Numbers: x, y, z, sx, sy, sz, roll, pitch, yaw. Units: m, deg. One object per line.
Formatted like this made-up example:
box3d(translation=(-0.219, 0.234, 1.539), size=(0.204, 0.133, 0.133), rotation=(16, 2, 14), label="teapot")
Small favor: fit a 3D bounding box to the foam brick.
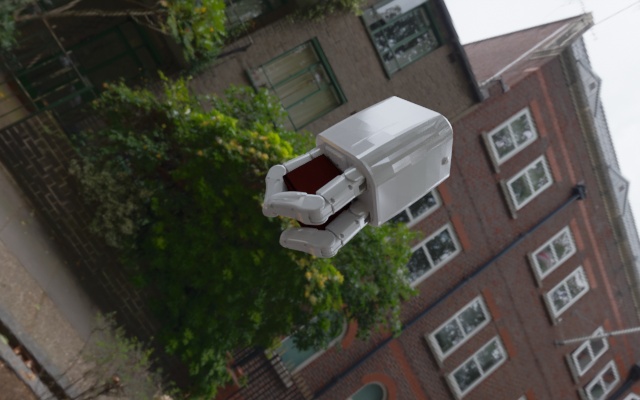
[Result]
box3d(translation=(0.000, 0.002, 0.512), size=(0.051, 0.053, 0.078), rotation=(-29, -37, -13), label="foam brick")
